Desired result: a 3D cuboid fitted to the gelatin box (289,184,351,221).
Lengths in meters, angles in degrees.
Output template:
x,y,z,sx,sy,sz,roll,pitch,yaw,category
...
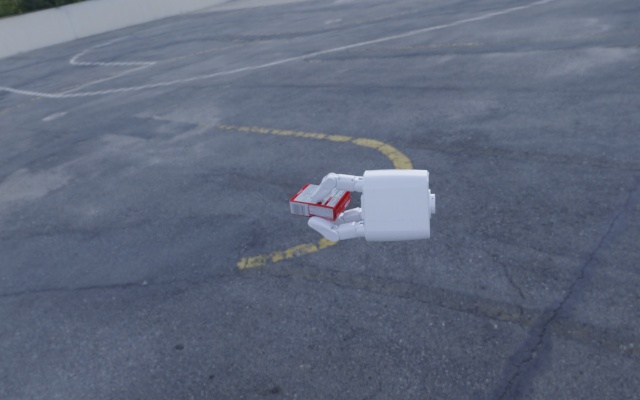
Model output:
x,y,z,sx,sy,sz,roll,pitch,yaw,category
0.000,0.002,0.850,0.089,0.030,0.073,9,30,22,gelatin box
